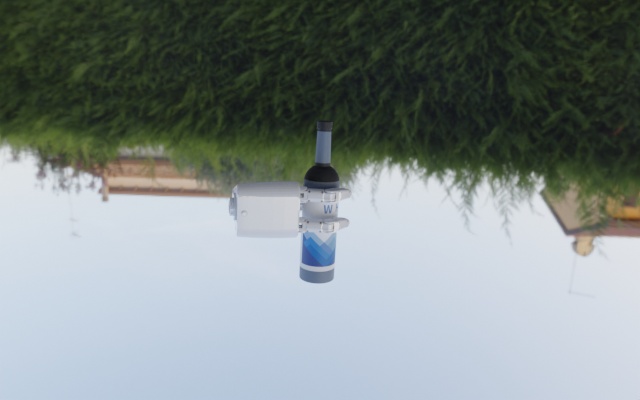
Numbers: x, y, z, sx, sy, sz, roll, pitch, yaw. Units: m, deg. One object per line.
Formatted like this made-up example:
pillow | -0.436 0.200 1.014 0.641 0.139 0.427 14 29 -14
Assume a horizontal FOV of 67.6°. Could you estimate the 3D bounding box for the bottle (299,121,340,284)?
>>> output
bottle | 0.000 0.003 0.877 0.069 0.296 0.069 3 13 -1
